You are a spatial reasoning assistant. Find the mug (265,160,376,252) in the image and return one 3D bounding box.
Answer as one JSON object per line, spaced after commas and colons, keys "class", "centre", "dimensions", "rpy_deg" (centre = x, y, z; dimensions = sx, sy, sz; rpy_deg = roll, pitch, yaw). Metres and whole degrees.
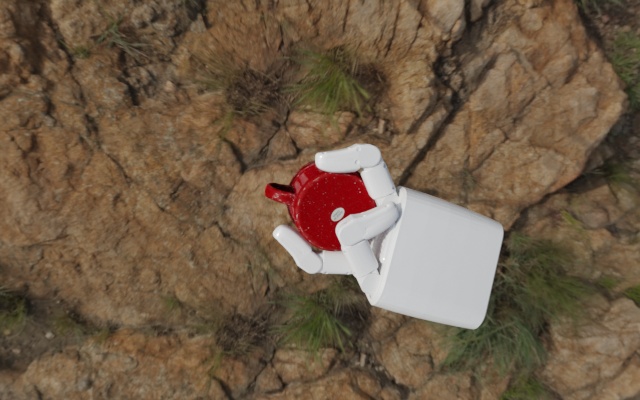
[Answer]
{"class": "mug", "centre": [-0.001, 0.001, 0.494], "dimensions": [0.117, 0.093, 0.081], "rpy_deg": [16, 7, -8]}
